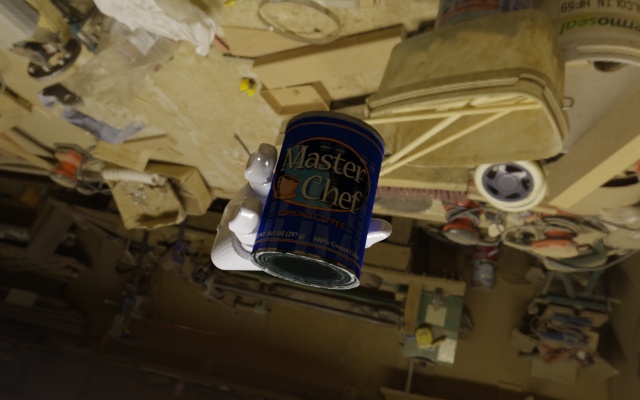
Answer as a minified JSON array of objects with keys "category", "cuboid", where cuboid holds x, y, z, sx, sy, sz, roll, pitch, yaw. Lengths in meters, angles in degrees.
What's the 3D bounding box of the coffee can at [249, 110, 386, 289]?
[{"category":"coffee can","cuboid":[0.000,0.001,0.455,0.103,0.140,0.103,11,-22,5]}]
